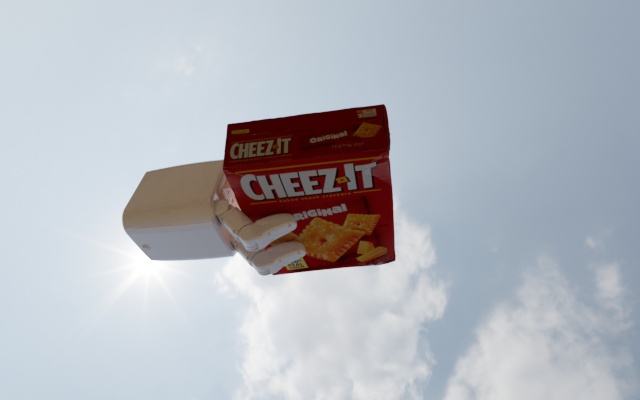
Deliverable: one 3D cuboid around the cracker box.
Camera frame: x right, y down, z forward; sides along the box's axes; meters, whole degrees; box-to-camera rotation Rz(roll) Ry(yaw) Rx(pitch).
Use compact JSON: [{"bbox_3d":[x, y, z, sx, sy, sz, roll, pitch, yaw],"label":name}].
[{"bbox_3d":[0.000,0.002,0.543,0.164,0.072,0.214,-7,-37,6],"label":"cracker box"}]
